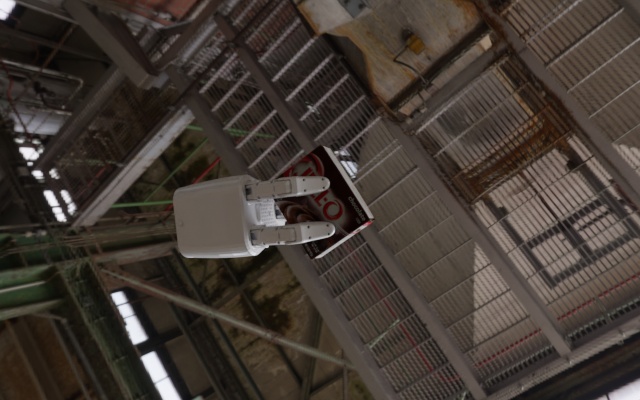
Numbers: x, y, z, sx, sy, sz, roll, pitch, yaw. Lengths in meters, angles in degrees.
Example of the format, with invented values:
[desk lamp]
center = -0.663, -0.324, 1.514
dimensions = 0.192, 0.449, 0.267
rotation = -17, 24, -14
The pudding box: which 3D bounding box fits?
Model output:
[pudding box]
center = 0.000, 0.002, 0.587
dimensions = 0.090, 0.113, 0.039
rotation = -36, -10, 17
